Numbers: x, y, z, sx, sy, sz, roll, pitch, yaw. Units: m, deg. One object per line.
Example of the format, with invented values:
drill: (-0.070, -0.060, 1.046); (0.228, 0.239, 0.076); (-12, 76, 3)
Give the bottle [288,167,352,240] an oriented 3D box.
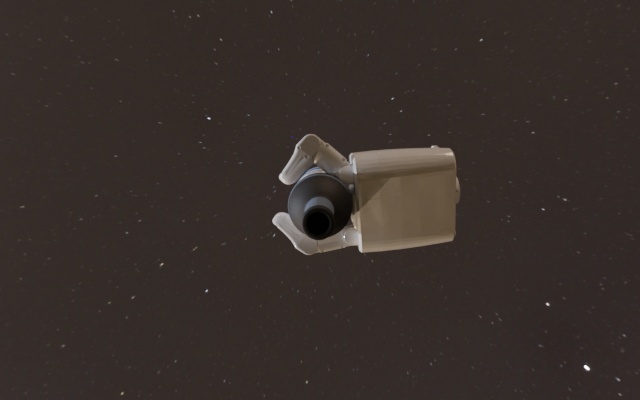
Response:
bottle: (0.000, 0.002, 0.528); (0.069, 0.069, 0.295); (0, 7, 1)
